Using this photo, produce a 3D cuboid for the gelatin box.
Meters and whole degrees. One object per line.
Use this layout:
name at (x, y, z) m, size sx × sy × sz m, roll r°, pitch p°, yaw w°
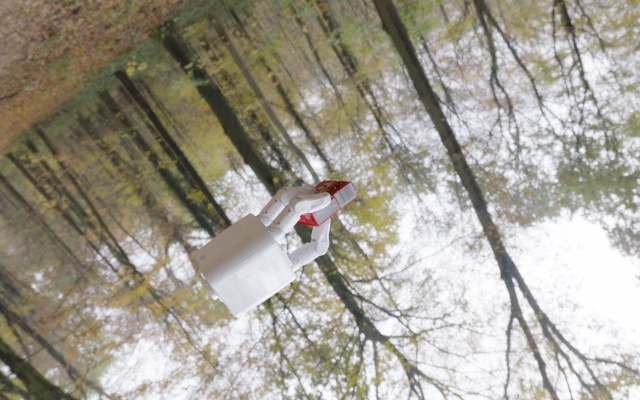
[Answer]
gelatin box at (0.001, 0.003, 0.734) m, size 0.089 × 0.030 × 0.073 m, roll -37°, pitch 22°, yaw -26°
